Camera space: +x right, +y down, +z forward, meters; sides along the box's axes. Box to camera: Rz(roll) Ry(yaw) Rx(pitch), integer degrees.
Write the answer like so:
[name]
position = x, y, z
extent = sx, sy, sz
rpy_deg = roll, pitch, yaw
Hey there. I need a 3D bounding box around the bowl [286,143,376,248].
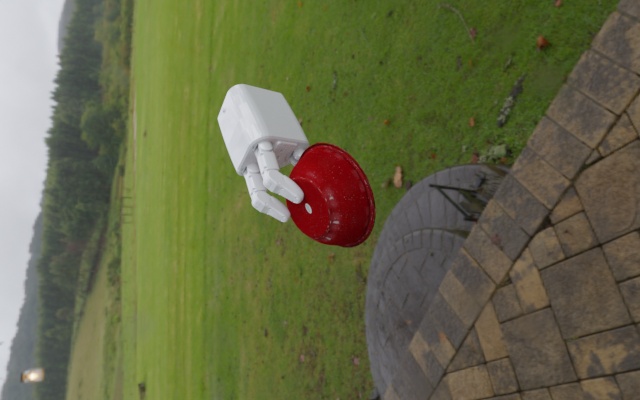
[bowl]
position = 0.001, 0.003, 0.680
extent = 0.055, 0.162, 0.162
rpy_deg = -25, 16, -38
